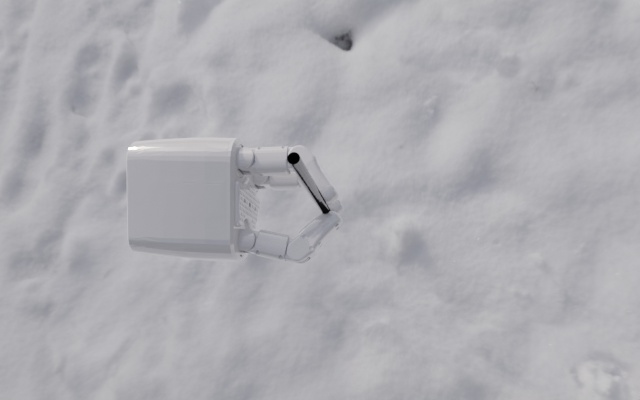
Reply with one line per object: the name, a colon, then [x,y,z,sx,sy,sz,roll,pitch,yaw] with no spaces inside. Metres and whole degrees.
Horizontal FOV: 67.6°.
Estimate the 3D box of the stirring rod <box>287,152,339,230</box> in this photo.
stirring rod: [0.000,0.001,0.408,0.011,0.011,0.239,0,-13,8]
